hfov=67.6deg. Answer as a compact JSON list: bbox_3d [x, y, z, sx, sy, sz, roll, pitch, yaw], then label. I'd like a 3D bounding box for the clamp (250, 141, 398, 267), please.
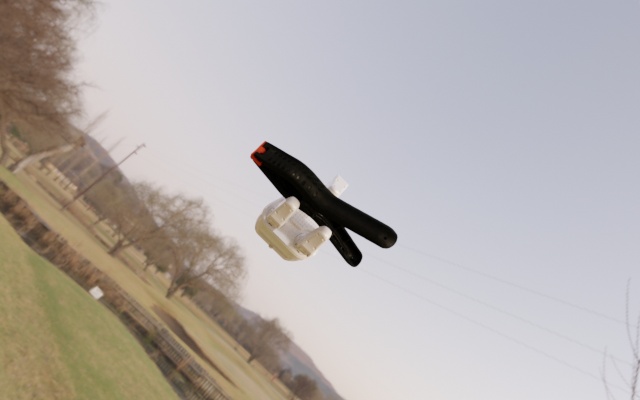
[{"bbox_3d":[0.000,0.001,0.596,0.036,0.210,0.164,-47,4,-20],"label":"clamp"}]
